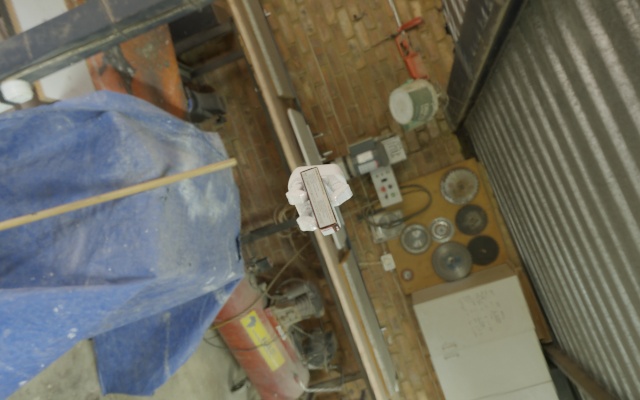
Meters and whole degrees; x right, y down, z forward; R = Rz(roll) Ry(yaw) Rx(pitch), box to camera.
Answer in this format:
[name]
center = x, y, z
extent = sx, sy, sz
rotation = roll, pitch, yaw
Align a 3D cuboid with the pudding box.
[pudding box]
center = 0.000, 0.003, 0.875
extent = 0.039, 0.113, 0.090
rotation = -22, -12, 3
